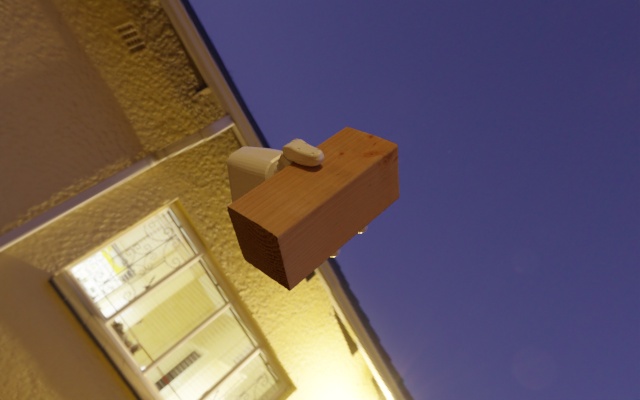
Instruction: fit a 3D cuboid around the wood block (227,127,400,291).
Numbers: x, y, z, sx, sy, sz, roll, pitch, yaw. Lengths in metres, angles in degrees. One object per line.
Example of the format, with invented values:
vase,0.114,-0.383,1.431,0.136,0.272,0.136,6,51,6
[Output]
wood block,0.000,0.001,0.594,0.090,0.091,0.206,27,51,37
